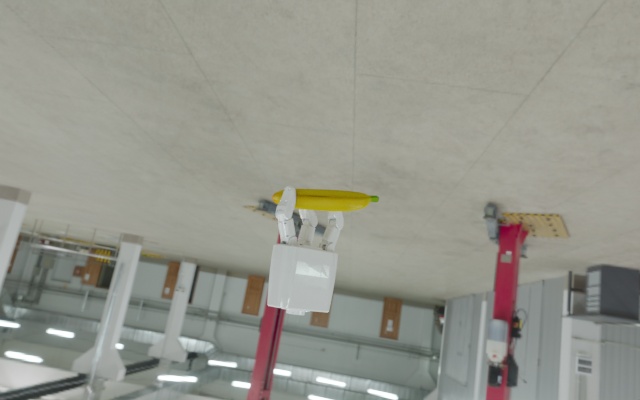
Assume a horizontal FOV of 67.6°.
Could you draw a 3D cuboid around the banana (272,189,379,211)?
[{"bbox_3d":[-0.001,0.000,0.836,0.198,0.037,0.069,3,-7,15],"label":"banana"}]
